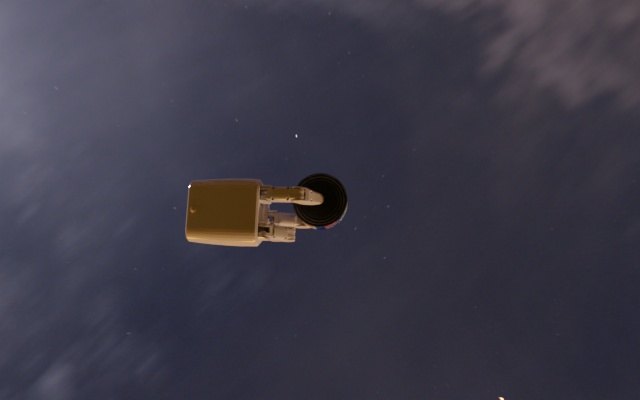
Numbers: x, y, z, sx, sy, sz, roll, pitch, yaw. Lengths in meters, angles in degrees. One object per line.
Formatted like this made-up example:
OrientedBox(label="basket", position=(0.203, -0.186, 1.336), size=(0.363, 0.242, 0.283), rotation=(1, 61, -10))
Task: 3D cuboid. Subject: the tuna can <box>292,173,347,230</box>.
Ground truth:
OrientedBox(label="tuna can", position=(0.000, 0.003, 0.753), size=(0.086, 0.086, 0.034), rotation=(0, -13, 5))
